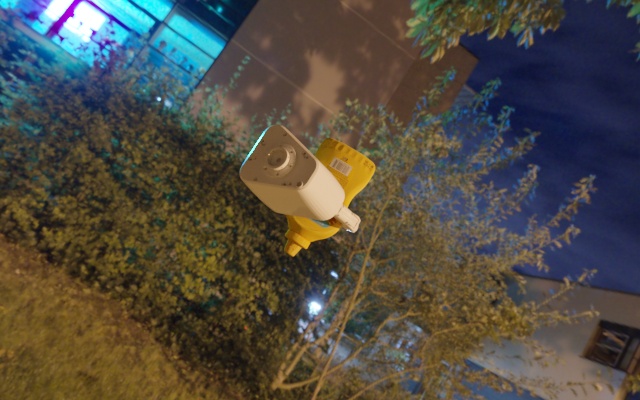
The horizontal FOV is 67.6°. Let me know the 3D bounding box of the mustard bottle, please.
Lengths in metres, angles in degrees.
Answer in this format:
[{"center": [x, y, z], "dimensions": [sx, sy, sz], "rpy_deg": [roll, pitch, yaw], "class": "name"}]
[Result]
[{"center": [0.000, 0.002, 0.756], "dimensions": [0.096, 0.191, 0.058], "rpy_deg": [31, -9, 4], "class": "mustard bottle"}]
